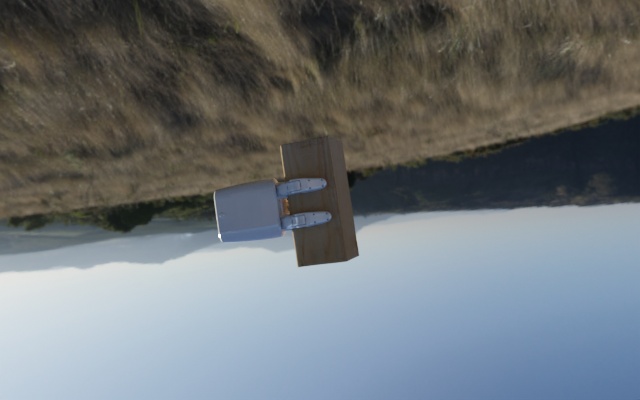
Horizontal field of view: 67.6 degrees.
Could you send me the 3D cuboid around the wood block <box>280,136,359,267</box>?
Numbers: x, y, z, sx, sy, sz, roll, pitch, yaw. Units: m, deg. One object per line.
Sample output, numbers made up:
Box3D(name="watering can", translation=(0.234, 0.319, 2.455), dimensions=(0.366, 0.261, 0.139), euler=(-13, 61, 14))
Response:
Box3D(name="wood block", translation=(0.000, 0.003, 0.824), dimensions=(0.090, 0.206, 0.091), euler=(-9, -3, 17))
